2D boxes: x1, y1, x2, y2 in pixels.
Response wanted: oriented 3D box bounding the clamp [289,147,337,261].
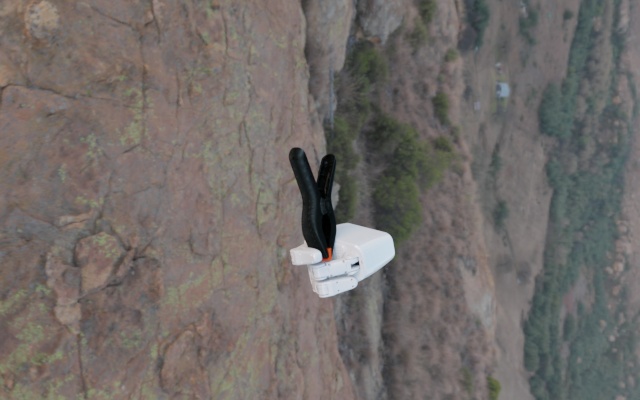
[{"bbox_3d":[0.001,0.002,0.720,0.039,0.171,0.120,-3,8,33],"label":"clamp"}]
